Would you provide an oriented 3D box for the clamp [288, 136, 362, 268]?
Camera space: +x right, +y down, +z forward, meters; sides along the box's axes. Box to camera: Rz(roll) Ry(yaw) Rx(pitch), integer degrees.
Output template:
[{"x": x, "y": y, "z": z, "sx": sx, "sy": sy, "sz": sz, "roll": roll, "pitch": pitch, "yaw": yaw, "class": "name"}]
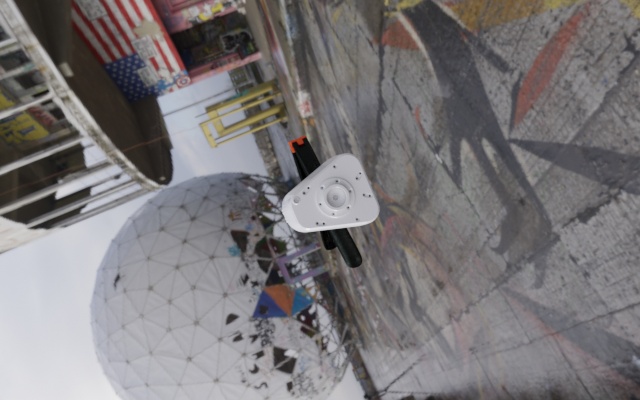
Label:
[{"x": -0.001, "y": 0.002, "z": 0.757, "sx": 0.036, "sy": 0.210, "sz": 0.164, "roll": -23, "pitch": 2, "yaw": -11, "class": "clamp"}]
